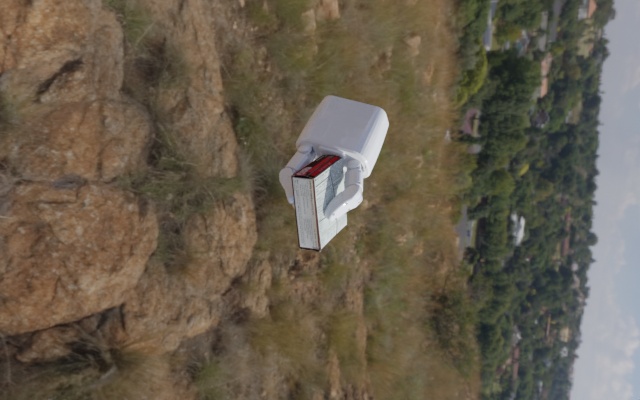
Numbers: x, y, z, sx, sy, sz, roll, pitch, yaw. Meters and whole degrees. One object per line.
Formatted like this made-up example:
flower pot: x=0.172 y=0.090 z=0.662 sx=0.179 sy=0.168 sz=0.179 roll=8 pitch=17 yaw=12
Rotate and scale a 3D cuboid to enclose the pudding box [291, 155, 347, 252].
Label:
pudding box: x=0.000 y=0.002 z=0.670 sx=0.039 sy=0.113 sz=0.090 roll=6 pitch=25 yaw=29
